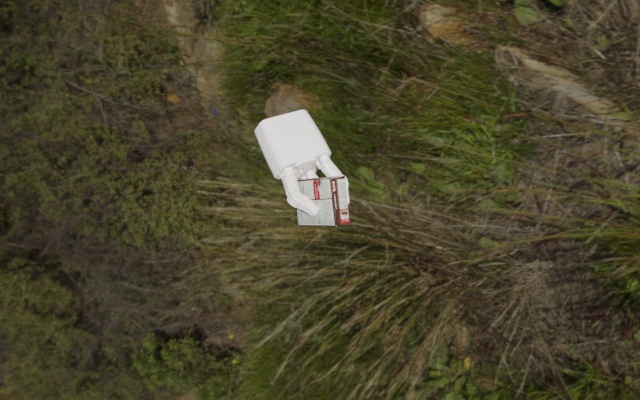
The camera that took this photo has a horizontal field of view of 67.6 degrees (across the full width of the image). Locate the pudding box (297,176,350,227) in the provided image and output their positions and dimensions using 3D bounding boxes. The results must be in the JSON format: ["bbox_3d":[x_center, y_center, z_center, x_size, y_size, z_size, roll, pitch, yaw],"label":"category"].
[{"bbox_3d":[0.000,0.003,0.886,0.039,0.090,0.113,-10,5,-39],"label":"pudding box"}]
